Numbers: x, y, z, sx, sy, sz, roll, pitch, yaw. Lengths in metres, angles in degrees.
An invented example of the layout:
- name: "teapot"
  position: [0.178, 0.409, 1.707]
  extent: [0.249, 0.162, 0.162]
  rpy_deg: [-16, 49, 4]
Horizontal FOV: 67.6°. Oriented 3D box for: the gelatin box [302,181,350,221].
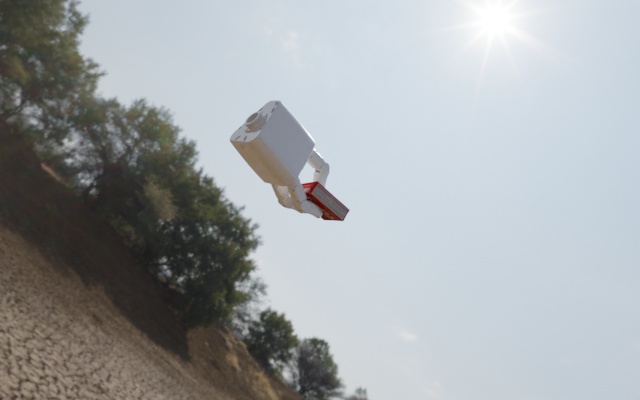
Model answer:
- name: "gelatin box"
  position: [0.001, 0.003, 0.893]
  extent: [0.089, 0.030, 0.073]
  rpy_deg: [40, -18, -22]
